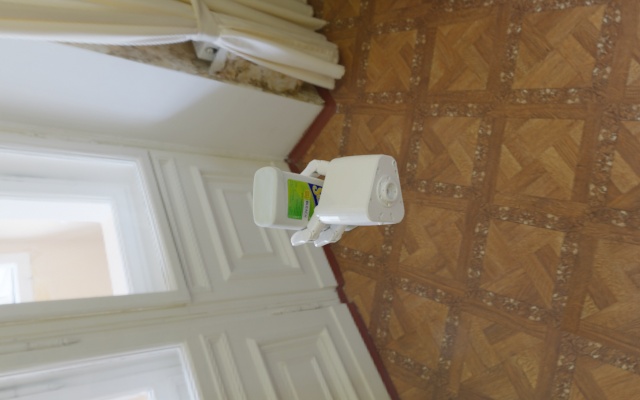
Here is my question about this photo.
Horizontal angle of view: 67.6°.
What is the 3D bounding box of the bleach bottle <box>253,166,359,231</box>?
[{"bbox_3d":[0.000,0.003,0.856,0.251,0.102,0.068,4,-4,-42],"label":"bleach bottle"}]
